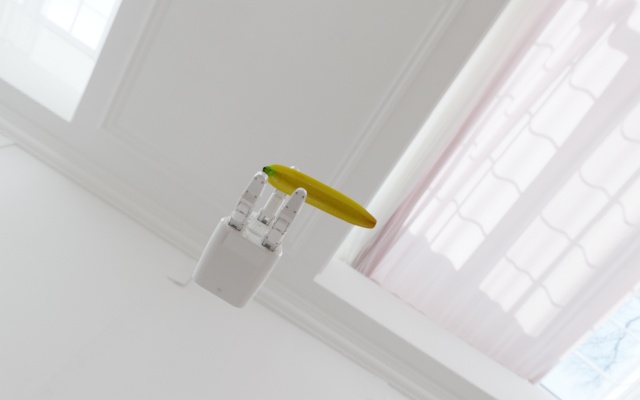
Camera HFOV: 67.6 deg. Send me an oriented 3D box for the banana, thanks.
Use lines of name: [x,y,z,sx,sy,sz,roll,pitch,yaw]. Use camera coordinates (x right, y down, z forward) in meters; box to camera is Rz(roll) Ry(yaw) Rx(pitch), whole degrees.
banana: [-0.008,-0.007,0.690,0.198,0.037,0.069,24,16,-26]
